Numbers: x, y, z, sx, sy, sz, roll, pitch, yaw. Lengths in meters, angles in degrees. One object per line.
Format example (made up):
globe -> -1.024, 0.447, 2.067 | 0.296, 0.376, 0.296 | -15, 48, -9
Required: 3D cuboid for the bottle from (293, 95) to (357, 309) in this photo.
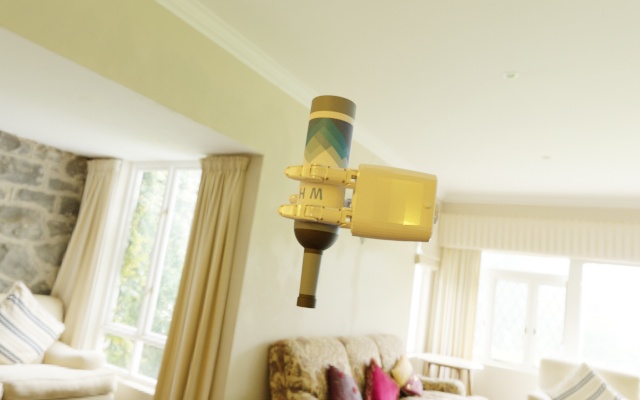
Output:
bottle -> 0.000, 0.002, 0.675 | 0.069, 0.295, 0.069 | 8, -9, 1
